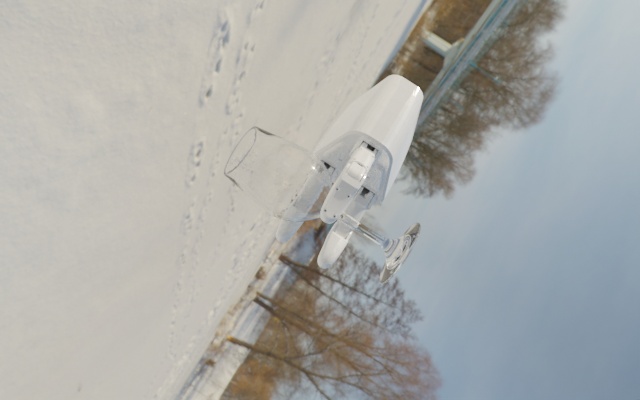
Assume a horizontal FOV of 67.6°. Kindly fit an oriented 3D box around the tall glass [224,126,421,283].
[{"bbox_3d":[0.001,0.002,0.499,0.201,0.079,0.079,32,-1,-1],"label":"tall glass"}]
